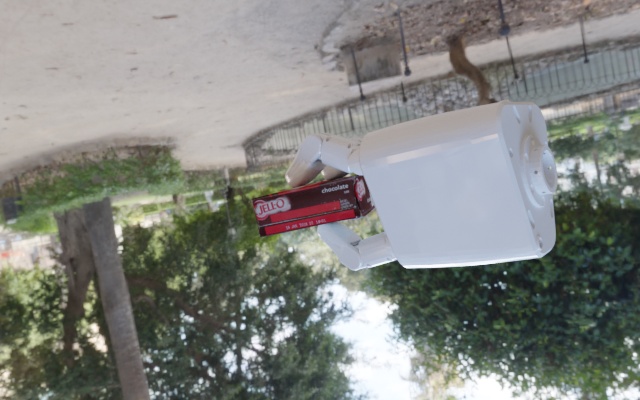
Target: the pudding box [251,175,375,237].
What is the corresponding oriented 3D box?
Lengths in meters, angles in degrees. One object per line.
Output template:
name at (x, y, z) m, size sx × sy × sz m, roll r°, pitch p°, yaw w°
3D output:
pudding box at (0.000, 0.002, 0.435) m, size 0.090 × 0.039 × 0.113 m, roll -11°, pitch 0°, yaw 14°
